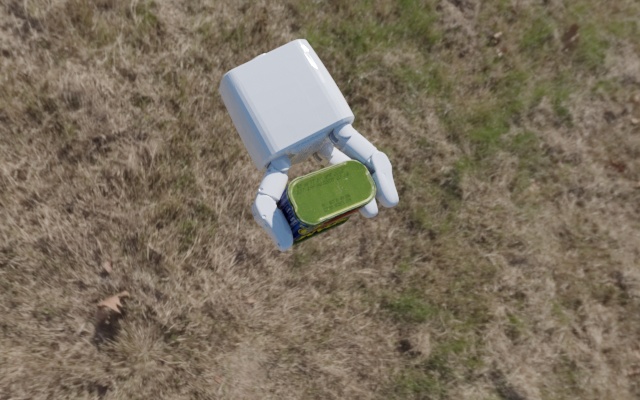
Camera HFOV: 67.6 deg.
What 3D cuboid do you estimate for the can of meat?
[{"bbox_3d":[0.000,0.002,0.521,0.102,0.057,0.084,-22,-9,-24],"label":"can of meat"}]
